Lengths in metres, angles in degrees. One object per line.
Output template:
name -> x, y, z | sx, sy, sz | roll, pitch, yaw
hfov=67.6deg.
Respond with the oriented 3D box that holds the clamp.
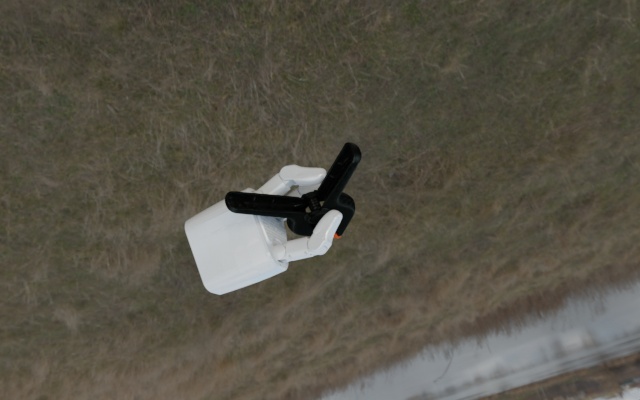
clamp -> 0.000, 0.003, 0.610 | 0.164, 0.036, 0.210 | -24, -27, 14
